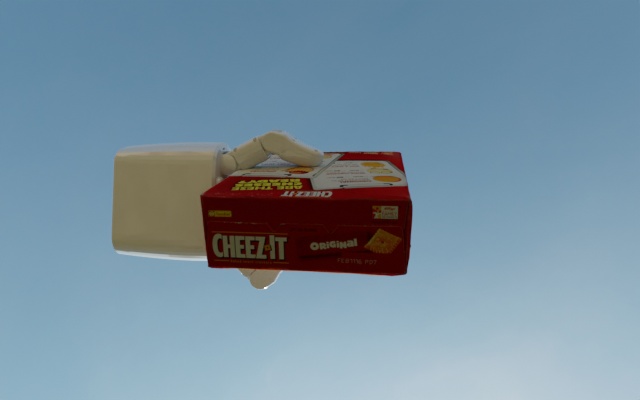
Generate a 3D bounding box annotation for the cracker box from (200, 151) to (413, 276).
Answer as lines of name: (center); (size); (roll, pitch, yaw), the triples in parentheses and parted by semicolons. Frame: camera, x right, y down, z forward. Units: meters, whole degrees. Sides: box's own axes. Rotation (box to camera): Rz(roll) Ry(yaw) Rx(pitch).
cracker box: (0.000, 0.001, 0.467); (0.164, 0.072, 0.213); (1, 15, 7)
